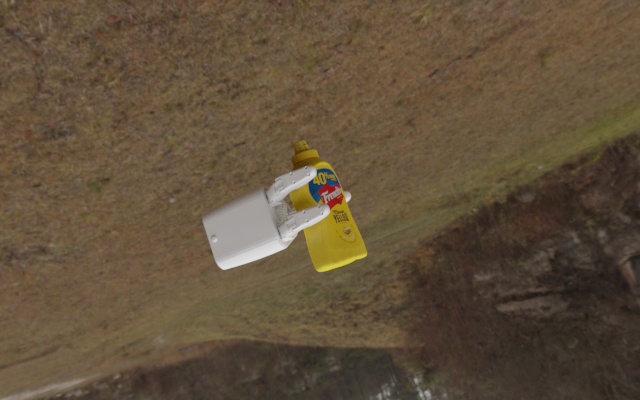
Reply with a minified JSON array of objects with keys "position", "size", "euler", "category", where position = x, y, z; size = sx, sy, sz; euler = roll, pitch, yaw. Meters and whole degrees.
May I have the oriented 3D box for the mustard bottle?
[{"position":[0.000,0.002,0.693],"size":[0.058,0.191,0.096],"euler":[-28,-13,36],"category":"mustard bottle"}]
